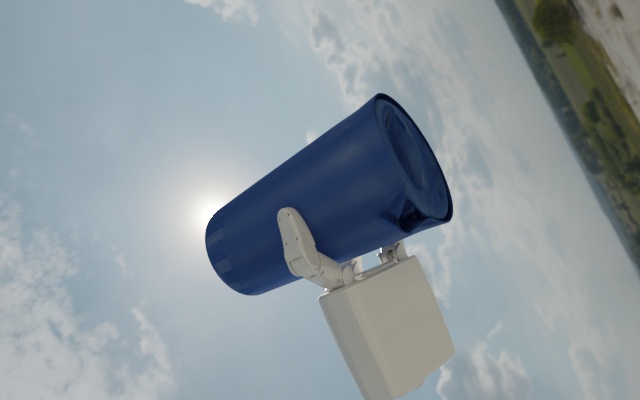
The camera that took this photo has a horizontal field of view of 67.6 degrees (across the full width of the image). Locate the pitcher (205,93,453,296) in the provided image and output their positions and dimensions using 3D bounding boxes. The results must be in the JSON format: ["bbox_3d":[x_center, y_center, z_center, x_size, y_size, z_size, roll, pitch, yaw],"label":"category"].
[{"bbox_3d":[0.000,0.002,0.495,0.243,0.145,0.149,-29,-10,28],"label":"pitcher"}]
